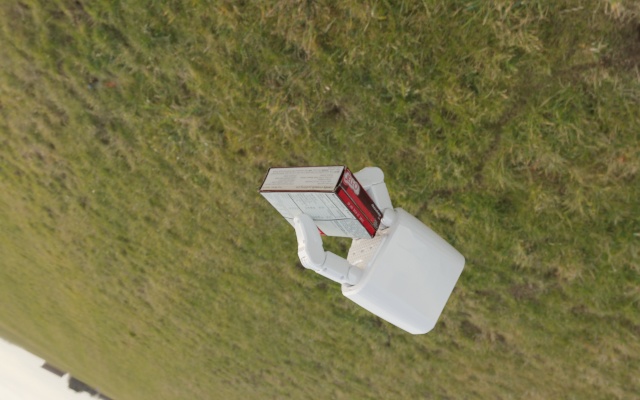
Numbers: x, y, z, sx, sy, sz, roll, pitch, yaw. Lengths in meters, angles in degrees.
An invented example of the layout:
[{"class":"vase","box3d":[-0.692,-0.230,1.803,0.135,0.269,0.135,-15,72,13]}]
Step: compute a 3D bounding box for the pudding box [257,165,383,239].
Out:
[{"class":"pudding box","box3d":[0.000,0.002,0.528,0.113,0.039,0.090,0,-36,38]}]
